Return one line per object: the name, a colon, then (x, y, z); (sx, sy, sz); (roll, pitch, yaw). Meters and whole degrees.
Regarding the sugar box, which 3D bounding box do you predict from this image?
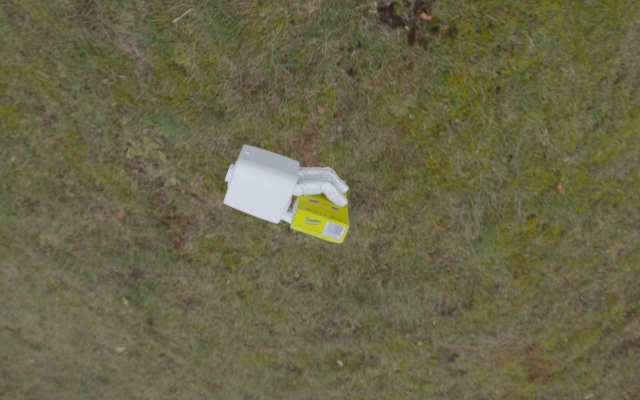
sugar box: (0.000, 0.002, 0.859); (0.093, 0.048, 0.176); (19, 28, -10)
